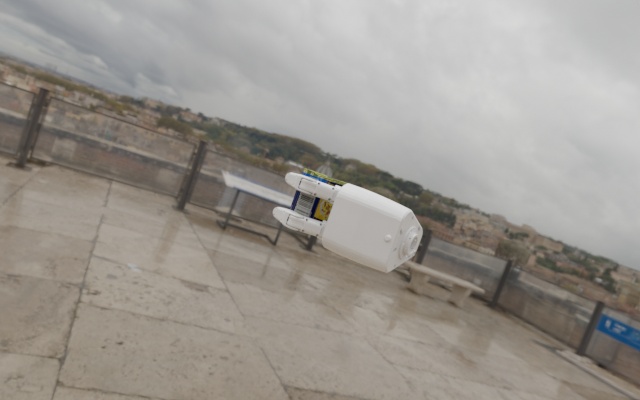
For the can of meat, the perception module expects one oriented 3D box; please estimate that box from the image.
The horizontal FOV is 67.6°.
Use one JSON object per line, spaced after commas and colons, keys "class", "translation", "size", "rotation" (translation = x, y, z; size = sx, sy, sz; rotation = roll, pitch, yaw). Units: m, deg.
{"class": "can of meat", "translation": [0.000, 0.002, 0.745], "size": [0.057, 0.084, 0.102], "rotation": [23, 5, 32]}
